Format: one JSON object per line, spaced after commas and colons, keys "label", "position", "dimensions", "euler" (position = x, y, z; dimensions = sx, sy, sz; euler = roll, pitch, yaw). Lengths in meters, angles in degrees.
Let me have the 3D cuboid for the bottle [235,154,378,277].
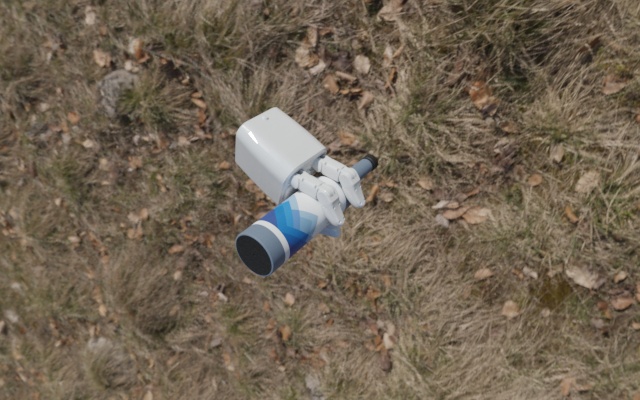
{"label": "bottle", "position": [0.000, 0.003, 0.713], "dimensions": [0.069, 0.069, 0.295], "euler": [0, 28, 42]}
